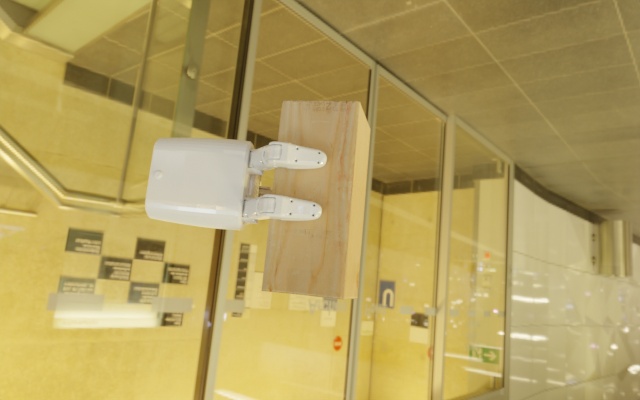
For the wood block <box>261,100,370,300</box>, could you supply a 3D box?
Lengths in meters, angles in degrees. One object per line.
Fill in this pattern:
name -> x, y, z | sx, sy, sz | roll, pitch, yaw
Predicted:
wood block -> 0.000, 0.002, 0.536 | 0.090, 0.206, 0.091 | 3, -10, 13
